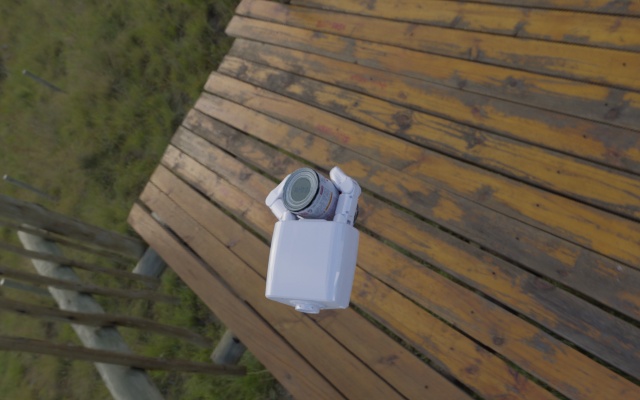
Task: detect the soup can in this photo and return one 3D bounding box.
[{"bbox_3d":[0.000,0.002,0.691,0.068,0.068,0.102,0,-21,39],"label":"soup can"}]
